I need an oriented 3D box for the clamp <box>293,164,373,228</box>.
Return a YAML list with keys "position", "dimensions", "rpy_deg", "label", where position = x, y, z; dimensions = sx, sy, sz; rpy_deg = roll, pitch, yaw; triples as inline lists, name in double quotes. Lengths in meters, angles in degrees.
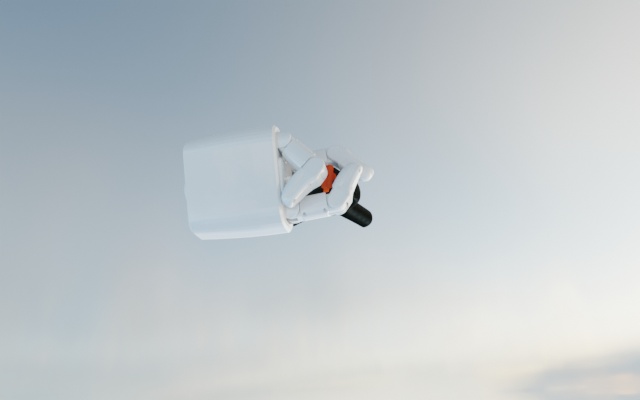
- position: [0.000, 0.002, 0.606]
  dimensions: [0.120, 0.039, 0.171]
  rpy_deg: [-8, -23, 8]
  label: "clamp"
